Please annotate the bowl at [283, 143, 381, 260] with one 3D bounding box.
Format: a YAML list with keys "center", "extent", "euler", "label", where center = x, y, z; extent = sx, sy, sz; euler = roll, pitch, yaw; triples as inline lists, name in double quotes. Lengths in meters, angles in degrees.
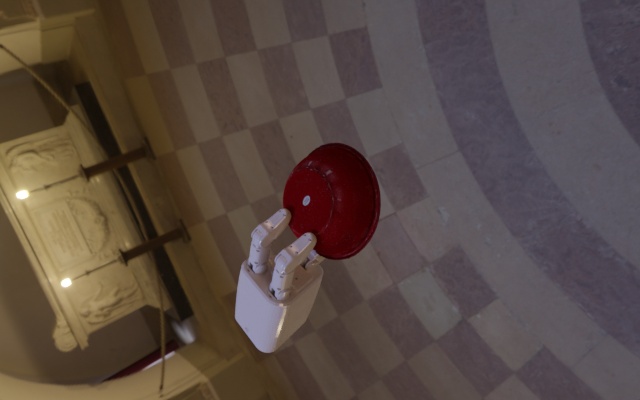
- center: [0.000, 0.001, 0.639]
  extent: [0.162, 0.162, 0.055]
  euler: [0, 1, 43]
  label: "bowl"
